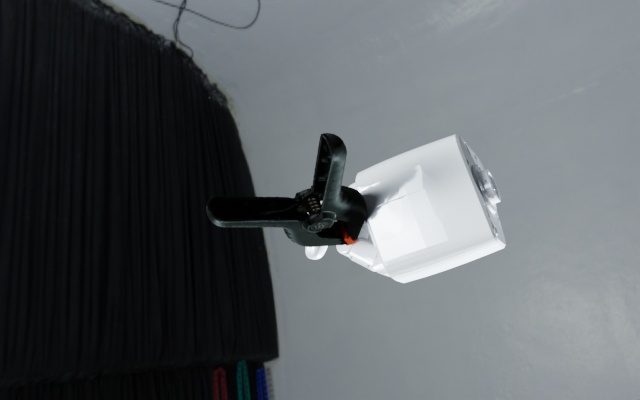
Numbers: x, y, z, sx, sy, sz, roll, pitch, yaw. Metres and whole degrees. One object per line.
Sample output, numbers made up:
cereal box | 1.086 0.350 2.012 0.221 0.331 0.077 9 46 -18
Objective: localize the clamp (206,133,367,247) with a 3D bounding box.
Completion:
clamp | 0.000 0.002 0.415 0.120 0.039 0.171 -27 -25 25
